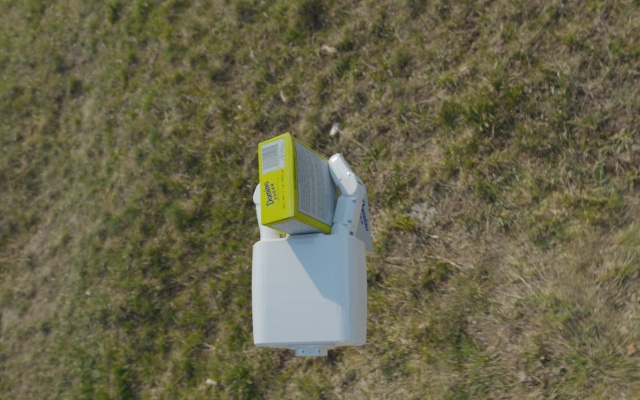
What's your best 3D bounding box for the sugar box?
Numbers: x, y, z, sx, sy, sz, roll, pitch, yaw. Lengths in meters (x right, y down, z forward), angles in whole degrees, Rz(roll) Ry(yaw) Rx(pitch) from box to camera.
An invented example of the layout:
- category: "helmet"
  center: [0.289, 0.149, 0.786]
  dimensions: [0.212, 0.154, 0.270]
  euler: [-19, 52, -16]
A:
- category: "sugar box"
  center: [0.000, 0.002, 0.539]
  dimensions: [0.048, 0.093, 0.176]
  euler: [-14, -24, 25]
